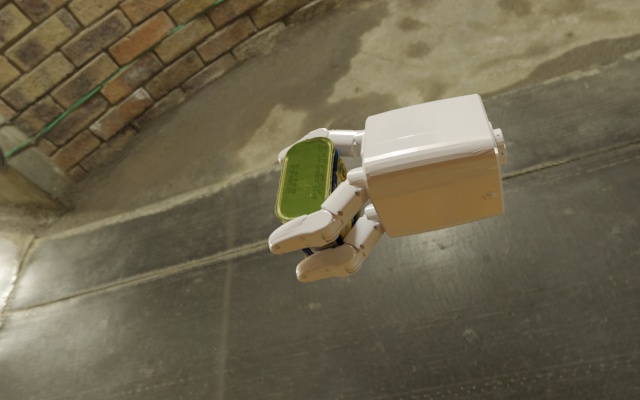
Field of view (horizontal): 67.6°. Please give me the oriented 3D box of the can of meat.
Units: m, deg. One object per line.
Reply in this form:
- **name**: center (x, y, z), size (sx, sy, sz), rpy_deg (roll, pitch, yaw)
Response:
- **can of meat**: center (0.000, 0.001, 0.464), size (0.057, 0.102, 0.084), rpy_deg (-8, -37, 19)
